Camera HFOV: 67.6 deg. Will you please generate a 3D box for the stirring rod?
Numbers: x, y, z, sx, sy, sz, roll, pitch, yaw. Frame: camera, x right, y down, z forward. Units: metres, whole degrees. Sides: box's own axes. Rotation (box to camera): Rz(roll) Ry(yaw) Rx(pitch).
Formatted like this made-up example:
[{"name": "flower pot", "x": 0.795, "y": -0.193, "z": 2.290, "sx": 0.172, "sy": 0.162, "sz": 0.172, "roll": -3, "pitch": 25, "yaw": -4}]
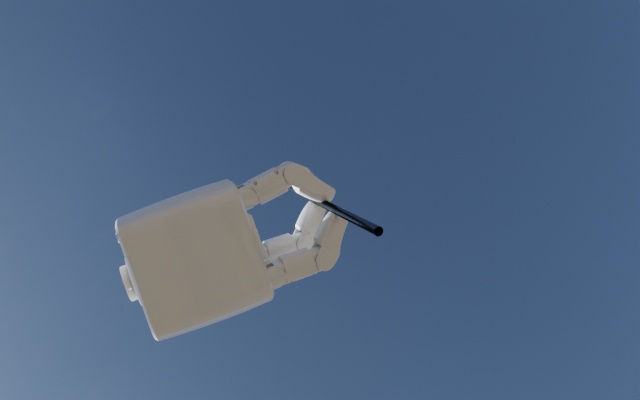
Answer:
[{"name": "stirring rod", "x": 0.000, "y": 0.002, "z": 0.472, "sx": 0.011, "sy": 0.011, "sz": 0.239, "roll": 0, "pitch": 11, "yaw": -22}]
